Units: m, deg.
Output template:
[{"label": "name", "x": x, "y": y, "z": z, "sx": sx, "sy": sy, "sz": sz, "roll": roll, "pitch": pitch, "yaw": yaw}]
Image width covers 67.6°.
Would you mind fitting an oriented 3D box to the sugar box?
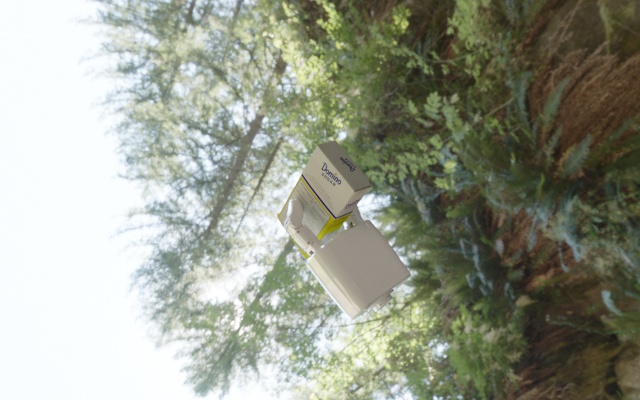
[{"label": "sugar box", "x": 0.001, "y": 0.002, "z": 0.733, "sx": 0.048, "sy": 0.093, "sz": 0.176, "roll": -19, "pitch": -26, "yaw": -43}]
